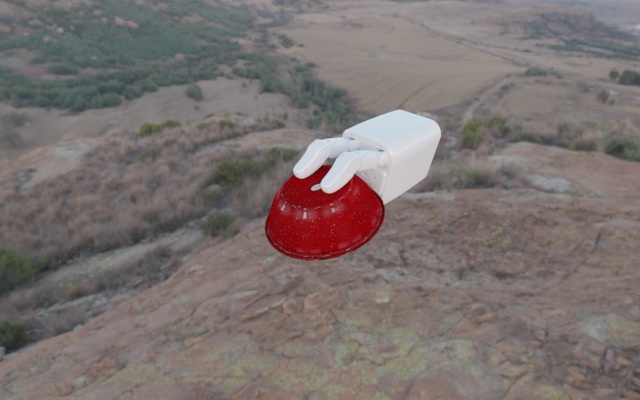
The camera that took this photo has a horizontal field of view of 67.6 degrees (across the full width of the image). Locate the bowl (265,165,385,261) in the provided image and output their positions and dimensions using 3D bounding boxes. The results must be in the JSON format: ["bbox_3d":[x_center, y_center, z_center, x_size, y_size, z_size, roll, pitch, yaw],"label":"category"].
[{"bbox_3d":[-0.001,0.002,0.616,0.162,0.055,0.162,-9,37,7],"label":"bowl"}]
